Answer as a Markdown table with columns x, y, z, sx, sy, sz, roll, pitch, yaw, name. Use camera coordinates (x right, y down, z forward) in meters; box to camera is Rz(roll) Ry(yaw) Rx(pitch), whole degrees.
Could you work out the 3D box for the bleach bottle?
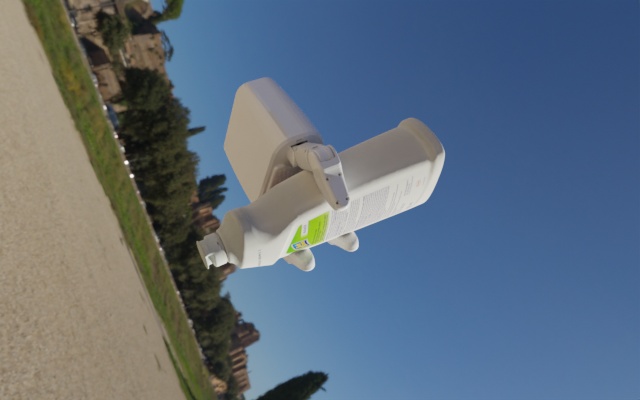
| x | y | z | sx | sy | sz | roll | pitch | yaw | name |
| --- | --- | --- | --- | --- | --- | --- | --- | --- | --- |
| 0.000 | 0.002 | 0.478 | 0.251 | 0.068 | 0.103 | -22 | -34 | -21 | bleach bottle |
